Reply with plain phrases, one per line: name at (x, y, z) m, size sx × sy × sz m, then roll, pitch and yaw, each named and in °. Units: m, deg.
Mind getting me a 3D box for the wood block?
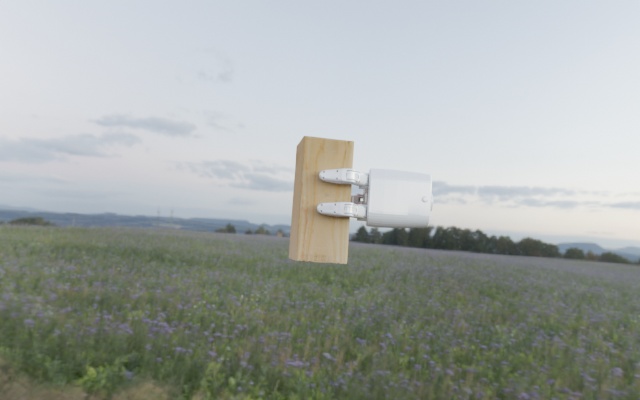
wood block at (0.000, 0.003, 0.829) m, size 0.090 × 0.206 × 0.091 m, roll 5°, pitch -6°, yaw -10°
